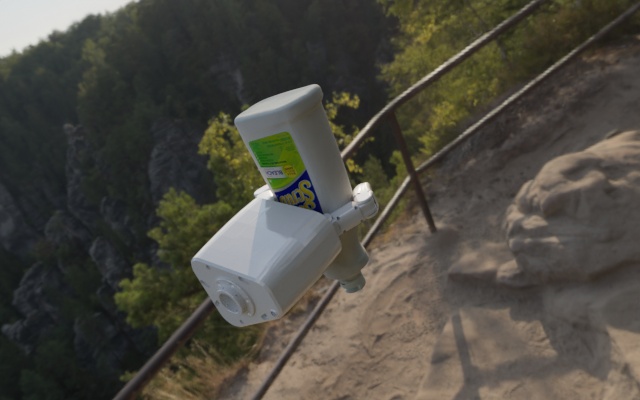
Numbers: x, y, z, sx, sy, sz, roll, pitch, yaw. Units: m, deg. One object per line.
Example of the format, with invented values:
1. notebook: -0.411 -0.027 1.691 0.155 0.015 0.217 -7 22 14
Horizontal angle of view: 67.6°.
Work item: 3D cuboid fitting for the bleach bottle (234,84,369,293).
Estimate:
1. bleach bottle: 0.000 0.002 0.546 0.102 0.251 0.068 -5 30 41
